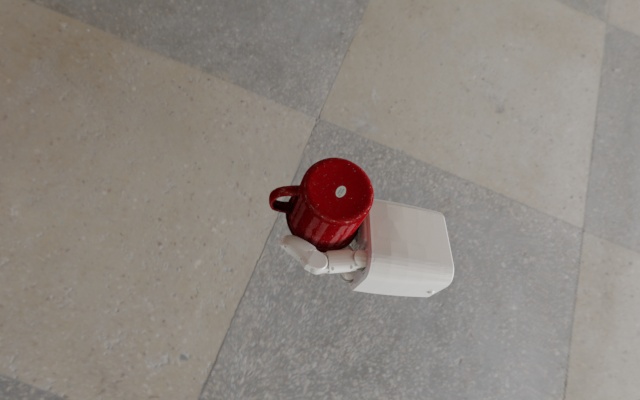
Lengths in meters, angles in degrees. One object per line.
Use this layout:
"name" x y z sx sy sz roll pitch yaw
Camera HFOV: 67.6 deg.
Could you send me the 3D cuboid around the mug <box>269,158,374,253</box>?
"mug" -0.001 0.001 0.544 0.117 0.093 0.081 9 -25 -9
